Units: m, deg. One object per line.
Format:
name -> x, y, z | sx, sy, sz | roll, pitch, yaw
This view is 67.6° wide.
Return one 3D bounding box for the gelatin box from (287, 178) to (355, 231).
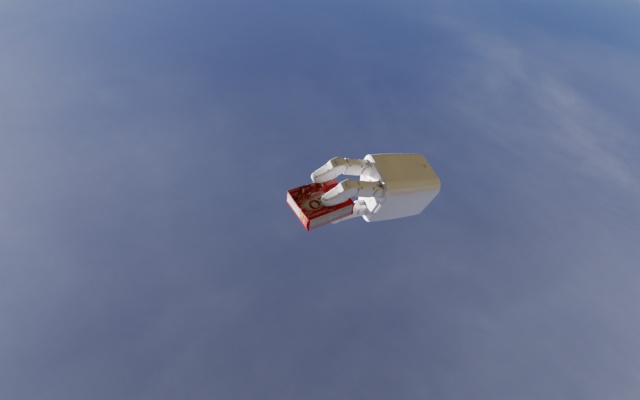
gelatin box -> 0.000, 0.003, 0.781 | 0.089, 0.030, 0.073 | -20, 51, -23
